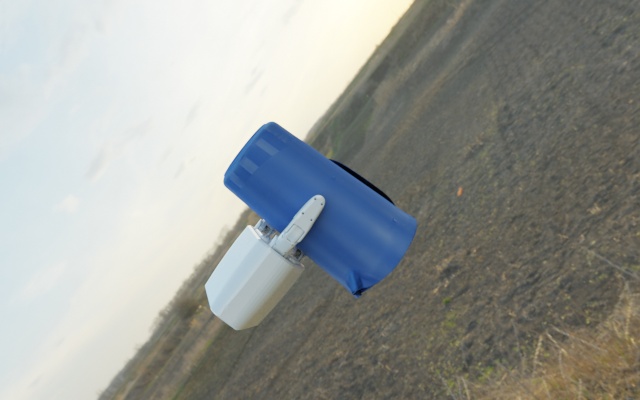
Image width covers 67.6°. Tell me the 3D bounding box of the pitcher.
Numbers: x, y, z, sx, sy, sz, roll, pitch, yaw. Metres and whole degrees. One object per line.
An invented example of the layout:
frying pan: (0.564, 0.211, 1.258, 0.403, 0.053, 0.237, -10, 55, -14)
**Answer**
pitcher: (0.000, 0.002, 0.643, 0.243, 0.145, 0.149, 38, -3, -5)
